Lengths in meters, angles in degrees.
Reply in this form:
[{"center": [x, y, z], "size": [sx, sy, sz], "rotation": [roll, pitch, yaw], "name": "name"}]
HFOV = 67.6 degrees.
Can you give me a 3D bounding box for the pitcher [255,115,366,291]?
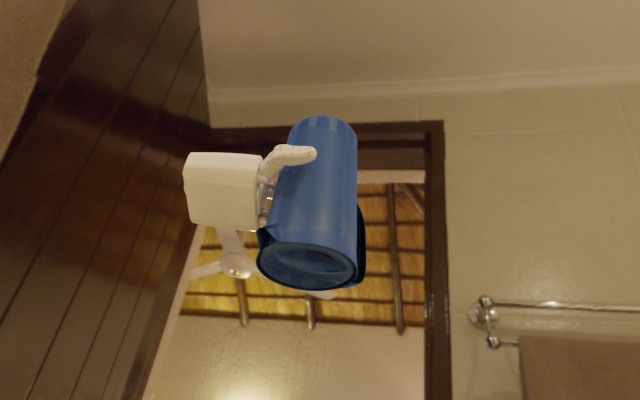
[{"center": [0.000, 0.002, 0.690], "size": [0.145, 0.242, 0.149], "rotation": [4, -35, 5], "name": "pitcher"}]
